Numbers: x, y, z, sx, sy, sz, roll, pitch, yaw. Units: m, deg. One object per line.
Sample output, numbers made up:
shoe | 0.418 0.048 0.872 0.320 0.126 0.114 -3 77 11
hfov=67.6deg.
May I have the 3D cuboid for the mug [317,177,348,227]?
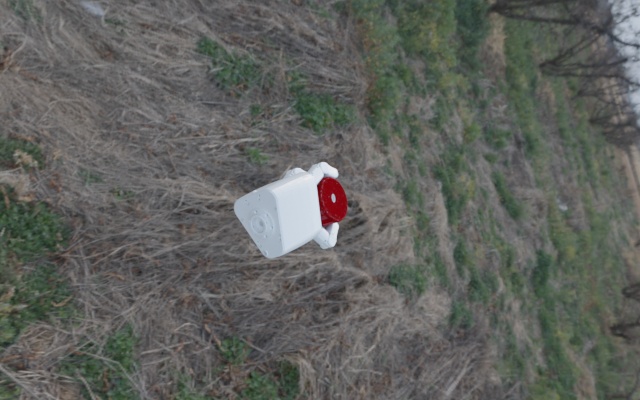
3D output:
mug | 0.001 0.002 0.858 0.081 0.093 0.117 -16 8 35
